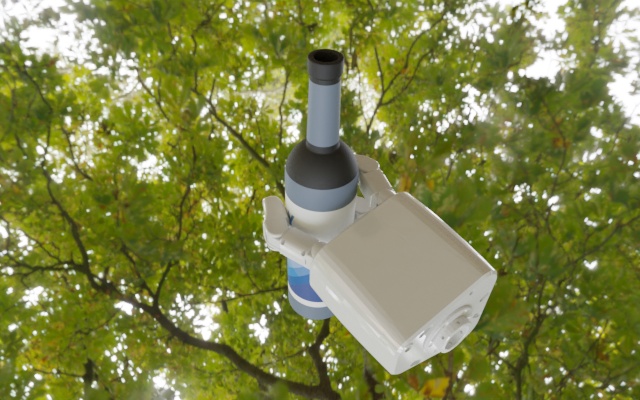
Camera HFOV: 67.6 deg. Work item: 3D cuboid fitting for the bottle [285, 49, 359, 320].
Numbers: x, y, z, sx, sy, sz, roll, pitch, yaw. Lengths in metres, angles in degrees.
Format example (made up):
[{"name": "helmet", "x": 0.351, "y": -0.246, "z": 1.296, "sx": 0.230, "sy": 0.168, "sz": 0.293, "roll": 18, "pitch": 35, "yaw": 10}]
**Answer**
[{"name": "bottle", "x": 0.000, "y": 0.002, "z": 0.454, "sx": 0.069, "sy": 0.296, "sz": 0.069, "roll": 1, "pitch": 42, "yaw": -1}]
